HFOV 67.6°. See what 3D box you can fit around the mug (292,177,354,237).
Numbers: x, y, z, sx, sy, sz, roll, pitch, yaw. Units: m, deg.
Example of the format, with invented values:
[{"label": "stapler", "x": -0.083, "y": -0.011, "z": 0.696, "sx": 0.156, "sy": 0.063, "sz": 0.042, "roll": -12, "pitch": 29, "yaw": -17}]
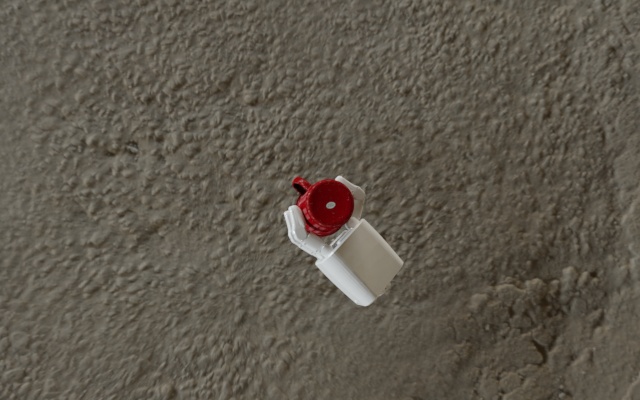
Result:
[{"label": "mug", "x": -0.001, "y": 0.002, "z": 0.800, "sx": 0.093, "sy": 0.117, "sz": 0.081, "roll": -46, "pitch": 1, "yaw": -15}]
